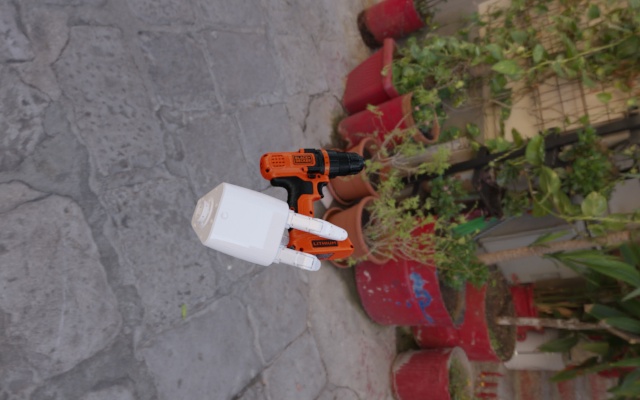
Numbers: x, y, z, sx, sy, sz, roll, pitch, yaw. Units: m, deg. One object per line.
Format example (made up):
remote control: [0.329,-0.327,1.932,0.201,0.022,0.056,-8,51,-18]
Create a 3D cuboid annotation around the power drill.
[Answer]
power drill: [0.000,0.003,0.785,0.184,0.187,0.057,-4,-22,-18]
